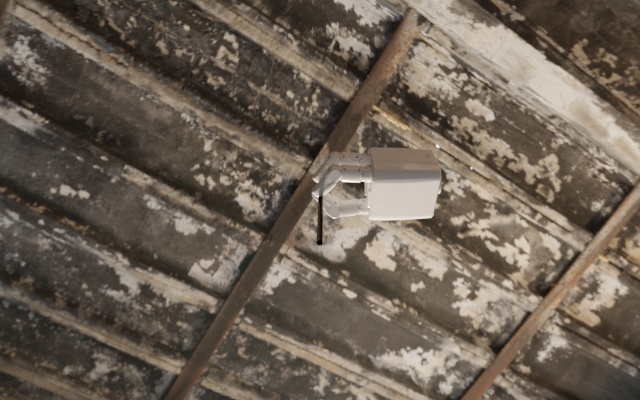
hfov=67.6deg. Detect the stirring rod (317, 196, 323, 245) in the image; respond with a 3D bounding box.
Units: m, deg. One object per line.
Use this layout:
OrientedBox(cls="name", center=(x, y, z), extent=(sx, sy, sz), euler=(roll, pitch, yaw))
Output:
OrientedBox(cls="stirring rod", center=(0.000, 0.003, 0.736), extent=(0.011, 0.011, 0.239), euler=(0, 26, 1))
